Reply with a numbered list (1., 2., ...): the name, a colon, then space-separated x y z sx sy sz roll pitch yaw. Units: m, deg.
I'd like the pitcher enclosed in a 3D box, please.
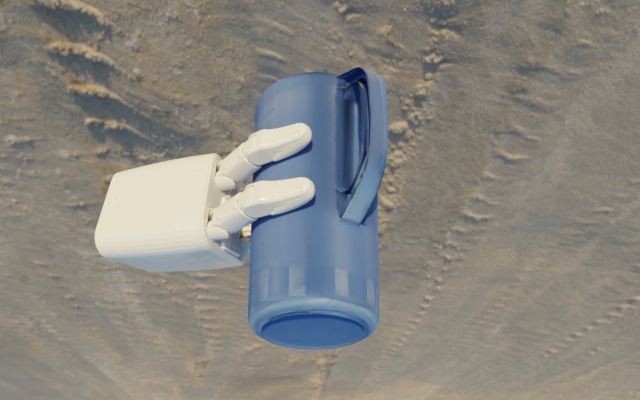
1. pitcher: 0.000 0.002 0.445 0.145 0.242 0.149 -7 -35 10
